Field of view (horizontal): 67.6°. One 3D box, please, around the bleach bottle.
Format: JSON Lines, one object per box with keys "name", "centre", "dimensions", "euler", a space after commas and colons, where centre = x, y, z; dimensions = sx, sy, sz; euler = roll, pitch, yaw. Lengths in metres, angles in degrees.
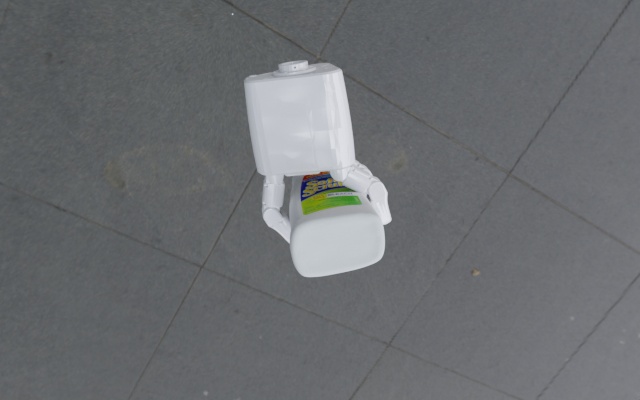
{"name": "bleach bottle", "centre": [0.000, 0.002, 0.599], "dimensions": [0.102, 0.068, 0.250], "euler": [-9, 22, -7]}
